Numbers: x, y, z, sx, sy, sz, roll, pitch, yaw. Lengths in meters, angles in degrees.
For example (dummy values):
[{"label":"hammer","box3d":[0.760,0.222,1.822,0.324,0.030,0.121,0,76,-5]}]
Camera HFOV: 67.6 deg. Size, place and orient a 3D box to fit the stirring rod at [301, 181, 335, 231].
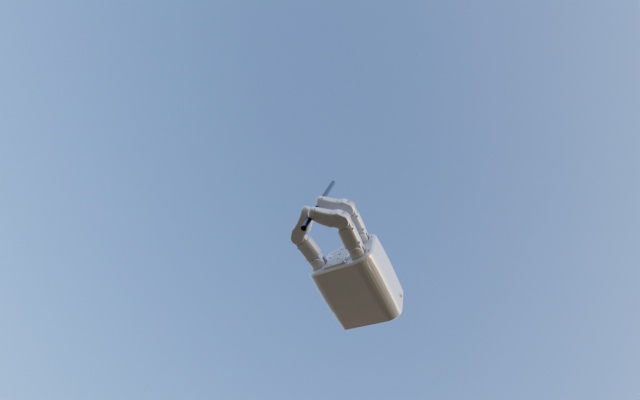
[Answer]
[{"label":"stirring rod","box3d":[0.000,0.003,0.750,0.011,0.011,0.239,0,17,11]}]
